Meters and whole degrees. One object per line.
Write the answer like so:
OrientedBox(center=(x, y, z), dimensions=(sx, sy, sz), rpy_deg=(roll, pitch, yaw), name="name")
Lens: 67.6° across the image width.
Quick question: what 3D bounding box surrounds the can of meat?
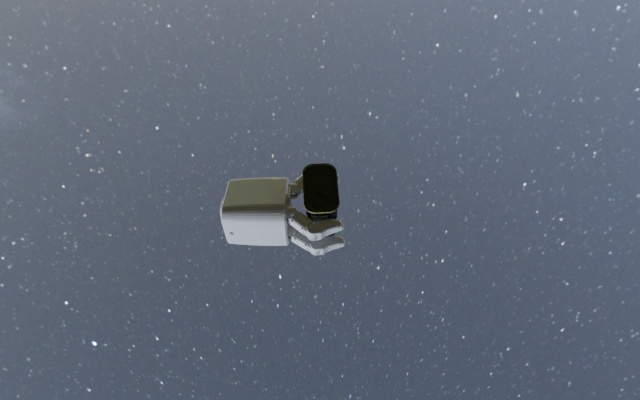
OrientedBox(center=(0.000, 0.003, 0.810), dimensions=(0.057, 0.102, 0.084), rpy_deg=(-3, -36, -2), name="can of meat")
